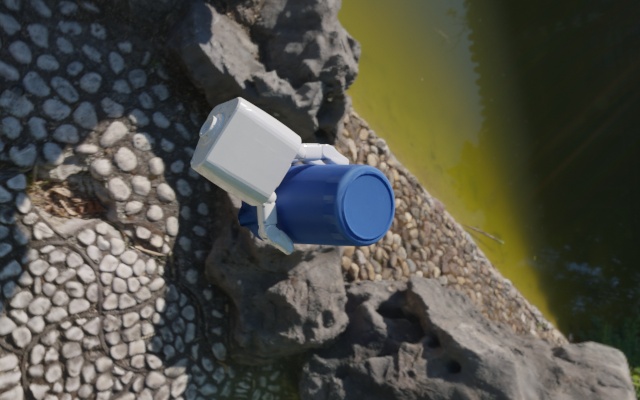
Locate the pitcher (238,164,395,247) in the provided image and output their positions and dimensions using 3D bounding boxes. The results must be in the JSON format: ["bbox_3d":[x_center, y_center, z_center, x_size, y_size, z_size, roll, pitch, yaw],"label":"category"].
[{"bbox_3d":[0.000,0.002,0.720,0.145,0.149,0.243,33,-19,-32],"label":"pitcher"}]
